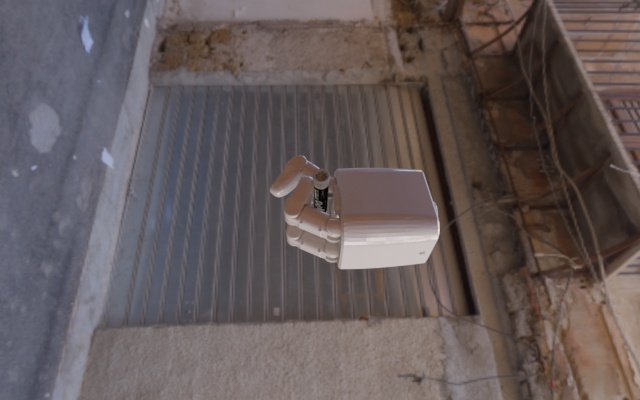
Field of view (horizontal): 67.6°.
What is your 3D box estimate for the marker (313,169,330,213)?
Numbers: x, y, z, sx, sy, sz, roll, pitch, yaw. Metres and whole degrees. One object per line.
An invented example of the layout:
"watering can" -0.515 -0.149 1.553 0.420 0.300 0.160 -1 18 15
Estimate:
"marker" 0.000 0.002 0.579 0.020 0.020 0.121 0 -30 -1
